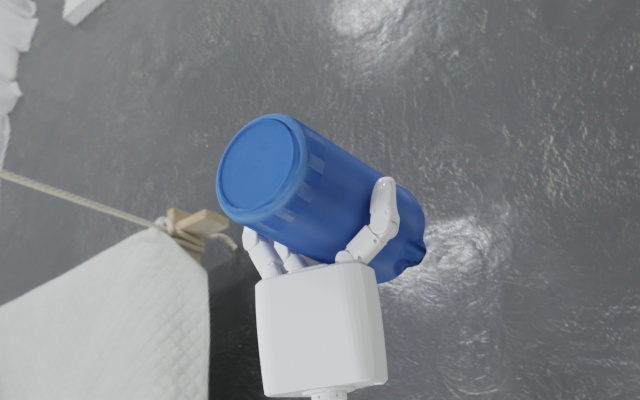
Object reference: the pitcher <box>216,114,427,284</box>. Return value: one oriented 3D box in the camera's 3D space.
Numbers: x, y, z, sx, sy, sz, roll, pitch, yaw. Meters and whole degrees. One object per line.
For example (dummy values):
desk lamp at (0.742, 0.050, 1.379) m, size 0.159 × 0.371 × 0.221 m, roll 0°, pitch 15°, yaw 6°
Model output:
pitcher at (0.000, 0.002, 0.524) m, size 0.149 × 0.145 × 0.243 m, roll -22°, pitch -30°, yaw 27°
